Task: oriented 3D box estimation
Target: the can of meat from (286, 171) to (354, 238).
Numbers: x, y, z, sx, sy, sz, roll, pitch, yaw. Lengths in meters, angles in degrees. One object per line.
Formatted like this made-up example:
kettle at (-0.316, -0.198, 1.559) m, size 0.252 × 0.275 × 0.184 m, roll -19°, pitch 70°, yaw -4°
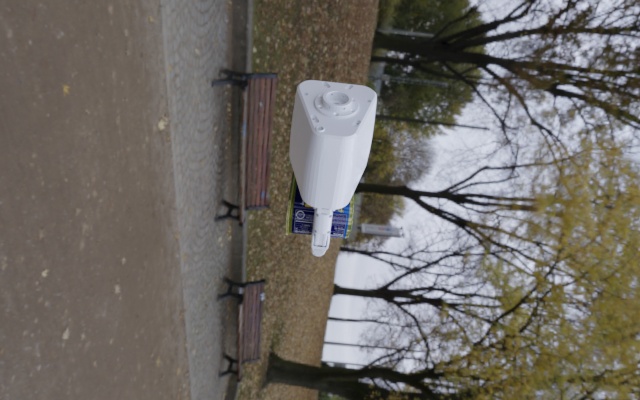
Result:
can of meat at (0.000, 0.002, 0.643) m, size 0.084 × 0.057 × 0.102 m, roll 6°, pitch 42°, yaw -1°
